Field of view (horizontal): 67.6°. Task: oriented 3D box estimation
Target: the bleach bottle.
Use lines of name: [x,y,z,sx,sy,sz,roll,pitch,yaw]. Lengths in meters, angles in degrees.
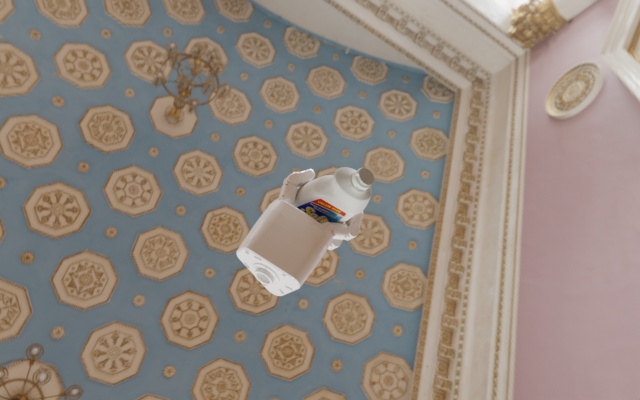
bleach bottle: [0.000,0.003,0.802,0.102,0.068,0.251,41,-36,-10]
